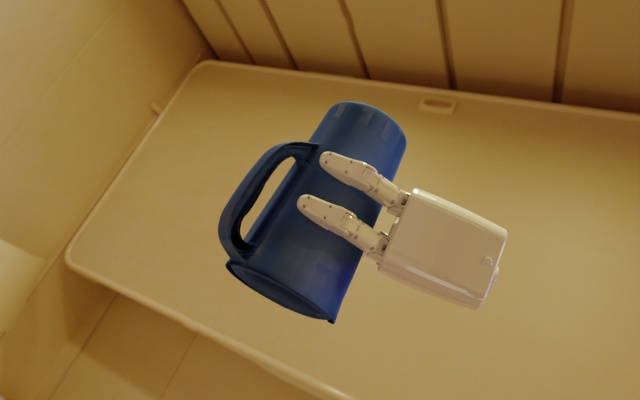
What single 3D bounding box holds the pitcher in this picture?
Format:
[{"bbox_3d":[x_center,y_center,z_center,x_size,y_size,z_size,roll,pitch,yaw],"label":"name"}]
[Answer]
[{"bbox_3d":[0.000,0.002,0.545,0.145,0.242,0.149,24,-21,9],"label":"pitcher"}]
